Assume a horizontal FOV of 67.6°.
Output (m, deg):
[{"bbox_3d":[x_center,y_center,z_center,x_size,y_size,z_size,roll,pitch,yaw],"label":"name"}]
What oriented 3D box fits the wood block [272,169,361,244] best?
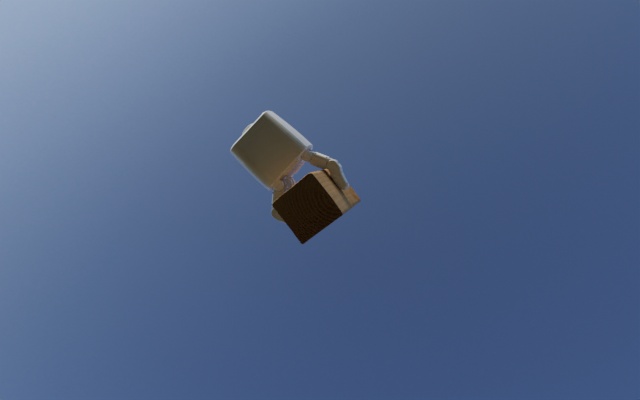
[{"bbox_3d":[0.000,0.002,0.886,0.091,0.090,0.206,-38,-3,14],"label":"wood block"}]
